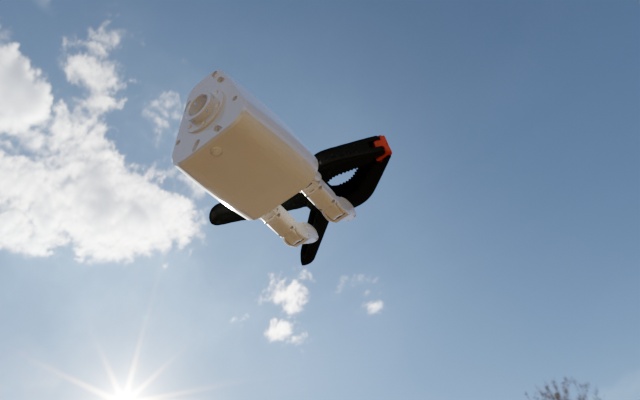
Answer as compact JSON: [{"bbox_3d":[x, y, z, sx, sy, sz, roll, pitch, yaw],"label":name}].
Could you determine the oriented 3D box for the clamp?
[{"bbox_3d":[0.000,0.001,0.559,0.210,0.036,0.165,-32,-43,18],"label":"clamp"}]
